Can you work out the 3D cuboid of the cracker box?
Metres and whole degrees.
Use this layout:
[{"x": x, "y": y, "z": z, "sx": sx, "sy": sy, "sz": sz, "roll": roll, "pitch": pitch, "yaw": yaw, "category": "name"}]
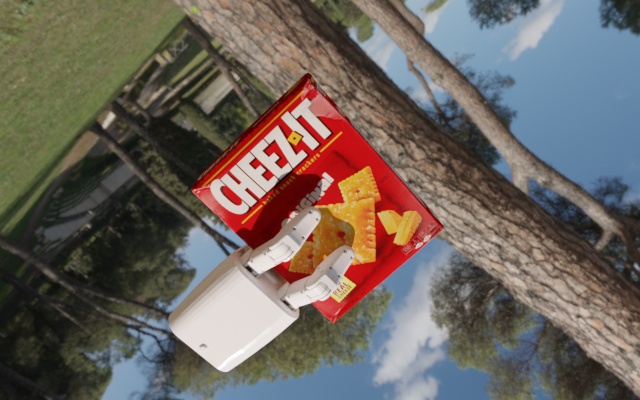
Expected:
[{"x": 0.000, "y": 0.002, "z": 0.510, "sx": 0.164, "sy": 0.214, "sz": 0.072, "roll": -42, "pitch": 16, "yaw": 10, "category": "cracker box"}]
